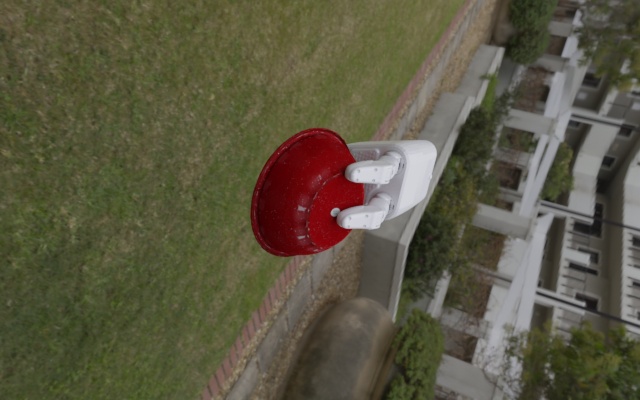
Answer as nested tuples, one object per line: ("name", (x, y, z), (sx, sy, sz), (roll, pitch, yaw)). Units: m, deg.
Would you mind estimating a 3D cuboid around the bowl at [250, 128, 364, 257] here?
("bowl", (-0.001, 0.002, 0.546), (0.055, 0.162, 0.162), (28, 18, 39))
